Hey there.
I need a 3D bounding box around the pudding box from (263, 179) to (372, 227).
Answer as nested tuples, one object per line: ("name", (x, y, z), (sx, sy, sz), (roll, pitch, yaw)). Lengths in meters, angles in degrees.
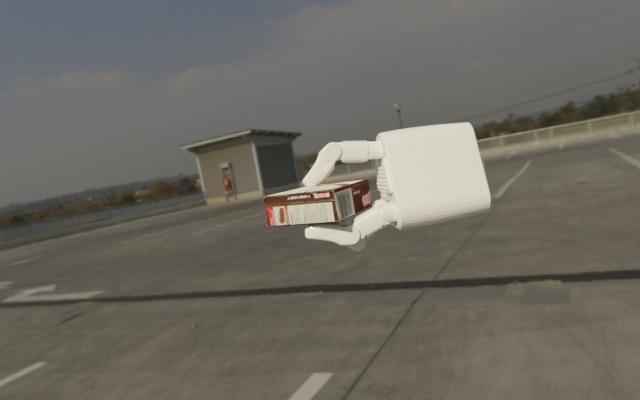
("pudding box", (0.000, 0.002, 0.560), (0.090, 0.039, 0.113), (-6, 4, 25))
